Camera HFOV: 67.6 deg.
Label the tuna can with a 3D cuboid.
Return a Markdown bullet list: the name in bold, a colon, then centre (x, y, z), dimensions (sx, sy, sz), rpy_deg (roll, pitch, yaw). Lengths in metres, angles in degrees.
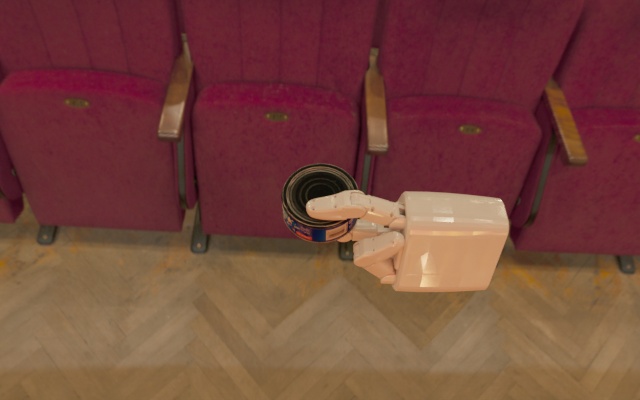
- **tuna can**: centre (0.000, 0.001, 0.522), dimensions (0.086, 0.086, 0.034), rpy_deg (0, -33, 0)
